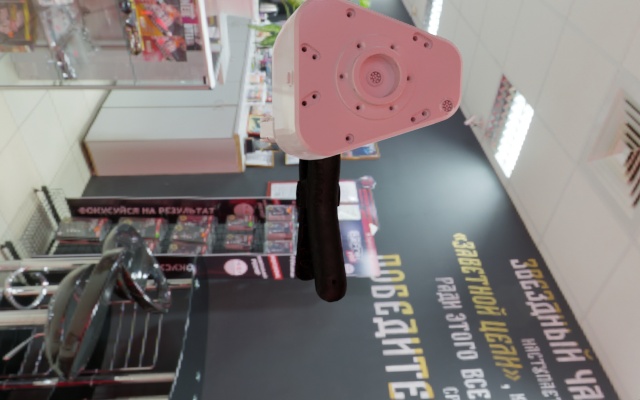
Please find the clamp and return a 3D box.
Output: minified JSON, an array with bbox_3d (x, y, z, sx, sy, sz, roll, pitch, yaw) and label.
[{"bbox_3d":[0.001,0.001,0.410,0.039,0.171,0.120,-3,9,-18],"label":"clamp"}]
